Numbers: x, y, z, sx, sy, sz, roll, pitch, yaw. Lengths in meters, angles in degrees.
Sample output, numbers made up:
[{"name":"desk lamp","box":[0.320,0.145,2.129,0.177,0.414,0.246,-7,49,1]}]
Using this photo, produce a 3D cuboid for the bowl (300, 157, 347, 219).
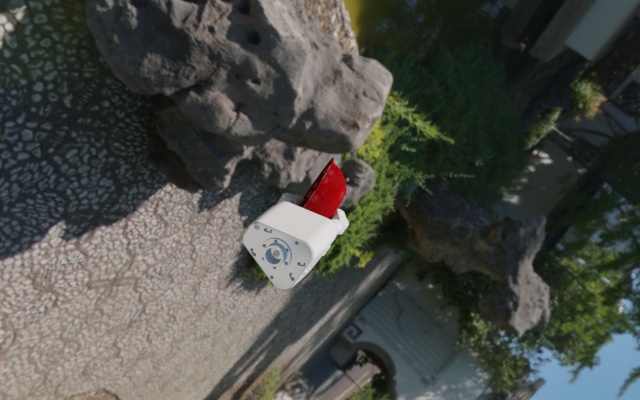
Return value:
[{"name":"bowl","box":[0.001,0.002,0.868,0.055,0.162,0.162,33,-4,-5]}]
